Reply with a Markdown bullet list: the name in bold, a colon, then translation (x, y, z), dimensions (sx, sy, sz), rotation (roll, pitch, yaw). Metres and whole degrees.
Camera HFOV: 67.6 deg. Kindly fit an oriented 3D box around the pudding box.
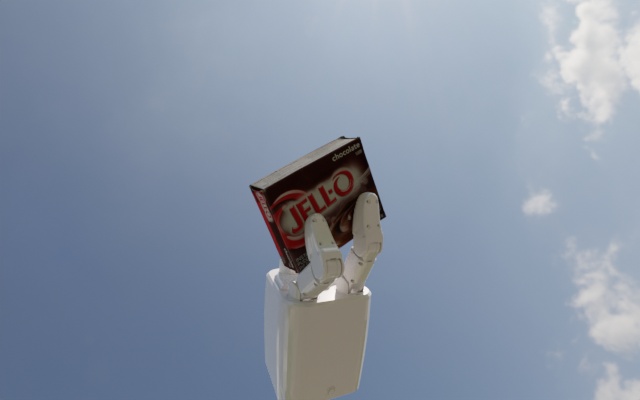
- **pudding box**: translation (0.000, 0.002, 0.457), dimensions (0.113, 0.090, 0.039), rotation (-32, 26, -24)
